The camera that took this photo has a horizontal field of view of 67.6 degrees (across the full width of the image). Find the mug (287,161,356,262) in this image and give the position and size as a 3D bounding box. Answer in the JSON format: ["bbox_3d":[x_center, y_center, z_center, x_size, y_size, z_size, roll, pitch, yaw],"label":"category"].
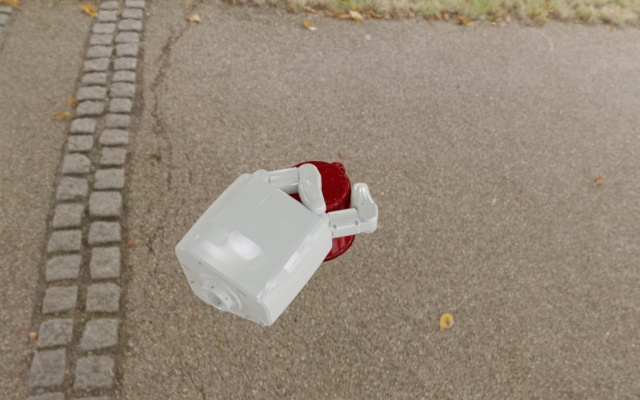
[{"bbox_3d":[0.001,0.001,0.550,0.093,0.082,0.117,21,52,21],"label":"mug"}]
